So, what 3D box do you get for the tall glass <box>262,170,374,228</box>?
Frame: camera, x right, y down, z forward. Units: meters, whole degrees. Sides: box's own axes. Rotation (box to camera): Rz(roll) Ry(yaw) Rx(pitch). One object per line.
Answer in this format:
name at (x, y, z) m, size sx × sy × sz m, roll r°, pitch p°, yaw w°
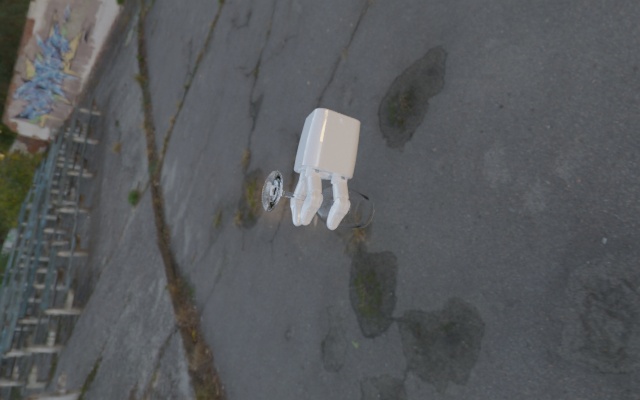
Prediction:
tall glass at (-0.001, 0.003, 0.867) m, size 0.201 × 0.079 × 0.079 m, roll 14°, pitch -7°, yaw -30°
